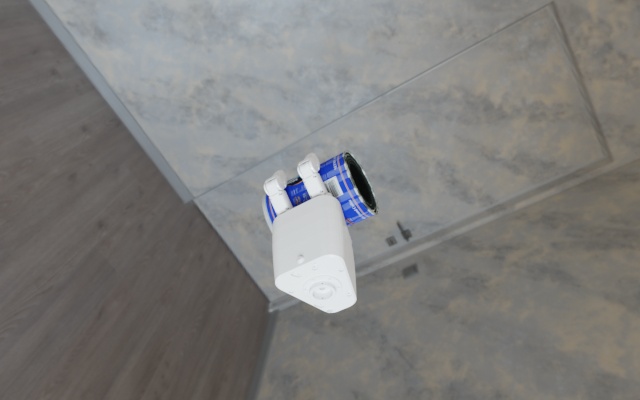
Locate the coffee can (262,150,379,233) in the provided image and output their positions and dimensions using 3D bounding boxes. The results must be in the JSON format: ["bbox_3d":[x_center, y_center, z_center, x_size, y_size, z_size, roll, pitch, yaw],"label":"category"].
[{"bbox_3d":[0.000,0.002,0.703,0.140,0.103,0.103,-26,-8,18],"label":"coffee can"}]
